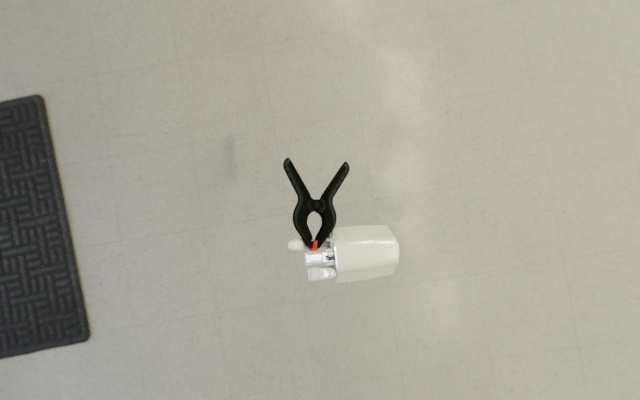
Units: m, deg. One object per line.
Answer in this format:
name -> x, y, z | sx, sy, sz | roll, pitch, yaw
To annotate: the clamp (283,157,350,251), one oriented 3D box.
clamp -> 0.000, 0.003, 0.859 | 0.120, 0.171, 0.039 | -6, -2, -5
